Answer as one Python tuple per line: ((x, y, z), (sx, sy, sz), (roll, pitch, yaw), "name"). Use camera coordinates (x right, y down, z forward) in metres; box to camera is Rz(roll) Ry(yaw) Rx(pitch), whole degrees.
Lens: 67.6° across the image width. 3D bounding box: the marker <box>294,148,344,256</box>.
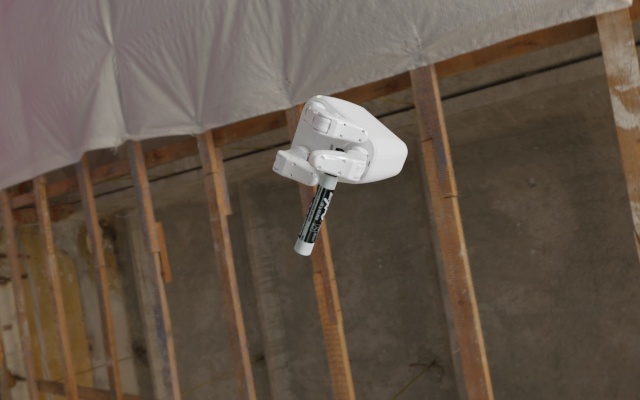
((0.000, 0.002, 0.504), (0.020, 0.121, 0.020), (19, 17, -6), "marker")
